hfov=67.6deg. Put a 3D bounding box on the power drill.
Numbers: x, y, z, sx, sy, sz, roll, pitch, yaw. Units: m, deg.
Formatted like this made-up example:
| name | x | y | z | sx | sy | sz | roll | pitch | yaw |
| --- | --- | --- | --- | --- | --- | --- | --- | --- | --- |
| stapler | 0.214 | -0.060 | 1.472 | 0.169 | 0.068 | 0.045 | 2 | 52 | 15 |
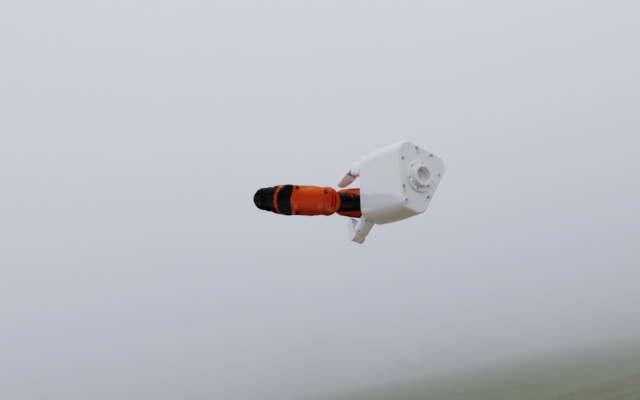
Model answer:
| name | x | y | z | sx | sy | sz | roll | pitch | yaw |
| --- | --- | --- | --- | --- | --- | --- | --- | --- | --- |
| power drill | 0.001 | 0.003 | 0.835 | 0.184 | 0.057 | 0.187 | 4 | 3 | 44 |
